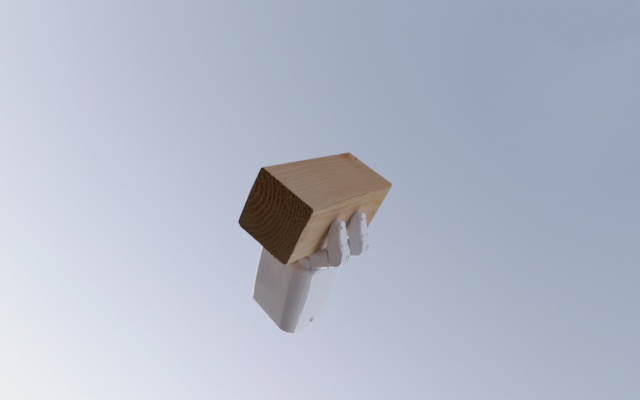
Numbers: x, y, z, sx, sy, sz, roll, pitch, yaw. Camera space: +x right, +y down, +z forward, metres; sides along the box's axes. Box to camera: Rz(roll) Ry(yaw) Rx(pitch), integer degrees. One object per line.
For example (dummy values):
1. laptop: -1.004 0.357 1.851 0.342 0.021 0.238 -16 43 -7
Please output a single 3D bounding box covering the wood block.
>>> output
1. wood block: 0.000 0.002 0.655 0.091 0.090 0.206 38 28 22
